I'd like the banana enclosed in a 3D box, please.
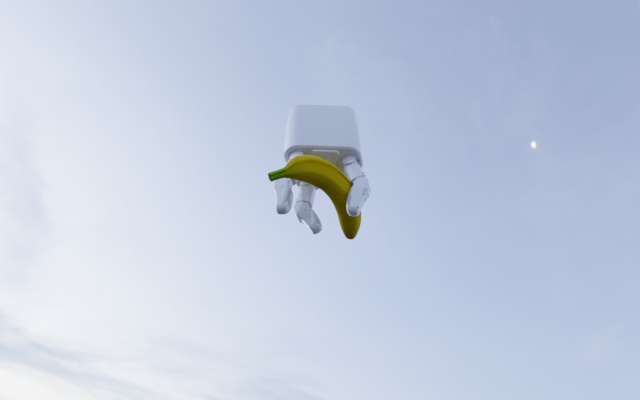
[{"bbox_3d":[0.013,-0.010,0.668,0.069,0.037,0.198,-35,-47,17],"label":"banana"}]
